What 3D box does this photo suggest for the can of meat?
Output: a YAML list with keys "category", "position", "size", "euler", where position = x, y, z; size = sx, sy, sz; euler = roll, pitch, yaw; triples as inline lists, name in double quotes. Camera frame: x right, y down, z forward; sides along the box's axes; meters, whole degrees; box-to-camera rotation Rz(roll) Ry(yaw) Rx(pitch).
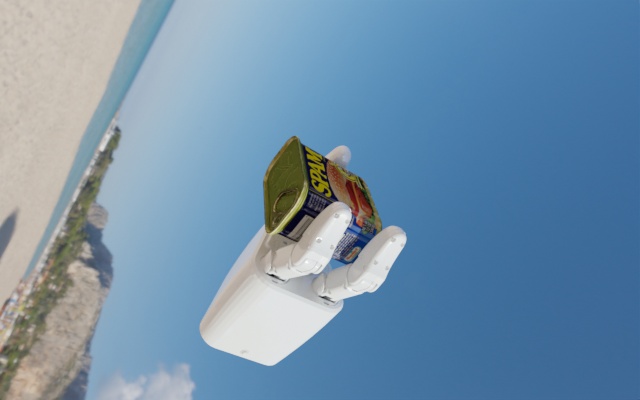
- category: "can of meat"
  position: [0.000, 0.001, 0.422]
  size: [0.084, 0.057, 0.102]
  euler: [28, 27, -25]
